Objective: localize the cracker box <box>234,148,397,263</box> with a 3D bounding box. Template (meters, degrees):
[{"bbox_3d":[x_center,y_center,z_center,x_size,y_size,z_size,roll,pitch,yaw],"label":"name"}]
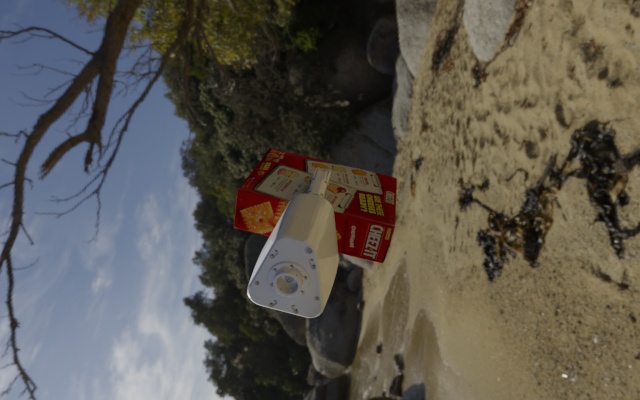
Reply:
[{"bbox_3d":[0.000,0.002,0.707,0.213,0.072,0.164,14,27,3],"label":"cracker box"}]
